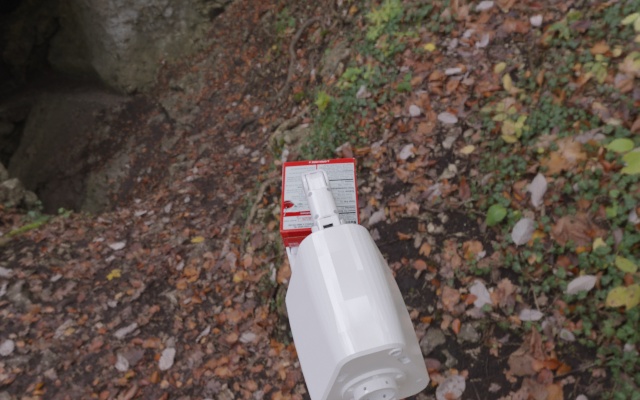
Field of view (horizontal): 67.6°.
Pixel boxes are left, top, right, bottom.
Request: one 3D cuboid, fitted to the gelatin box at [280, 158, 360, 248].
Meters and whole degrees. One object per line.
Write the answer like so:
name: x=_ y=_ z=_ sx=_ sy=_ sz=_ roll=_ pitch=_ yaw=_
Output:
gelatin box: x=0.000 y=0.001 z=0.463 sx=0.073 sy=0.089 sz=0.030 roll=-4 pitch=-38 yaw=4
